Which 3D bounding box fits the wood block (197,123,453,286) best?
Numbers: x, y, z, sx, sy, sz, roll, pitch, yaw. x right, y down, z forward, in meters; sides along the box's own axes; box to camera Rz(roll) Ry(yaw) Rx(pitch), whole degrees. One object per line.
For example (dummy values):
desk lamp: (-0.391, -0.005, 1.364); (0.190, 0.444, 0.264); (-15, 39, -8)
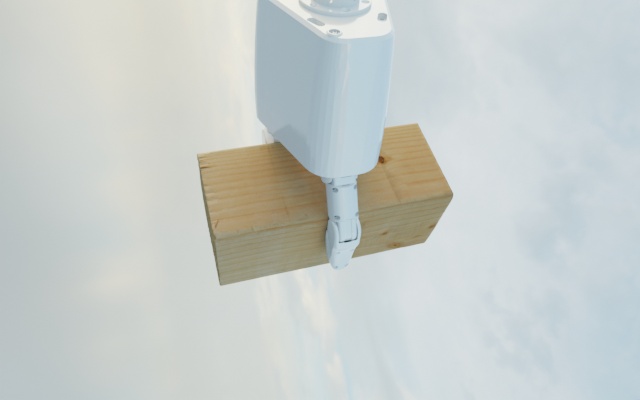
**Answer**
wood block: (0.000, 0.001, 0.441); (0.206, 0.090, 0.090); (-10, -31, -15)
